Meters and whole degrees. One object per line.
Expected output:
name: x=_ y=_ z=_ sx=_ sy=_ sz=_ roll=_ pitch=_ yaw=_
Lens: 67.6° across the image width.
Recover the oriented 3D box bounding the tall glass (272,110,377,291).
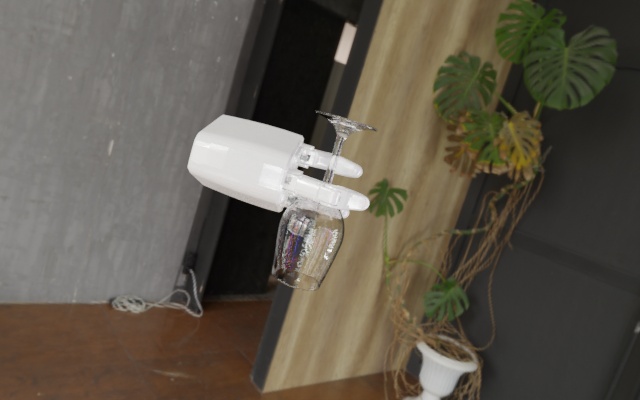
tall glass: x=0.000 y=0.001 z=0.562 sx=0.079 sy=0.201 sz=0.079 roll=17 pitch=8 yaw=-2
